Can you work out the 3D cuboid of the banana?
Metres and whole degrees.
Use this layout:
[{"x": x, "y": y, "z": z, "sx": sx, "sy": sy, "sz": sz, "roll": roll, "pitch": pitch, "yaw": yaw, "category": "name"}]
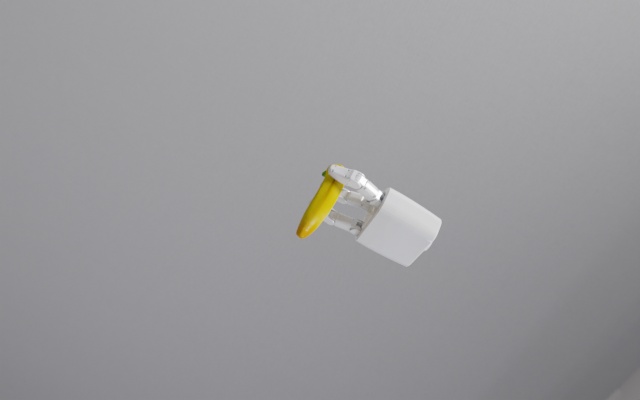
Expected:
[{"x": 0.010, "y": -0.011, "z": 0.799, "sx": 0.037, "sy": 0.070, "sz": 0.197, "roll": 33, "pitch": 36, "yaw": -6, "category": "banana"}]
